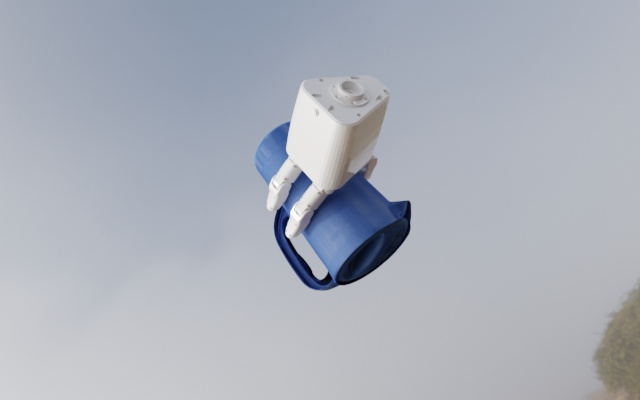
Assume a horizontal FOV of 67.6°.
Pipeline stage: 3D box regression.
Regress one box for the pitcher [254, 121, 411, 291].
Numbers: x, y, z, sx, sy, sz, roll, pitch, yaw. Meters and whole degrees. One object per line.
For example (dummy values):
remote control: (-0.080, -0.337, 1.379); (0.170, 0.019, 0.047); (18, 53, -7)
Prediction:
pitcher: (0.000, 0.002, 0.704); (0.149, 0.242, 0.145); (-25, -31, -29)
